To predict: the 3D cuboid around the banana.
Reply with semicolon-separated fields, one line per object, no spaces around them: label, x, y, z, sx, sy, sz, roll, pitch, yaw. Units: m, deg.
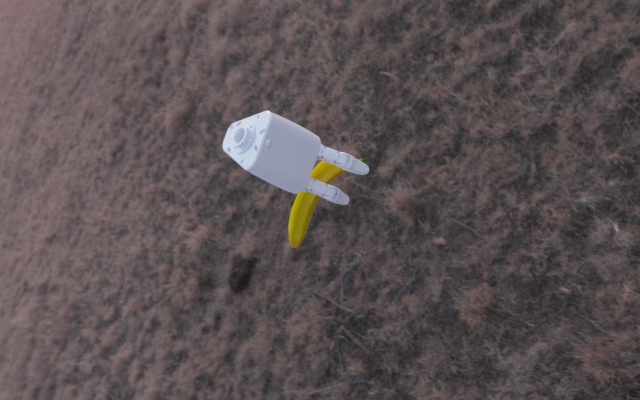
banana;-0.007;-0.010;0.832;0.037;0.198;0.069;24;18;-45
